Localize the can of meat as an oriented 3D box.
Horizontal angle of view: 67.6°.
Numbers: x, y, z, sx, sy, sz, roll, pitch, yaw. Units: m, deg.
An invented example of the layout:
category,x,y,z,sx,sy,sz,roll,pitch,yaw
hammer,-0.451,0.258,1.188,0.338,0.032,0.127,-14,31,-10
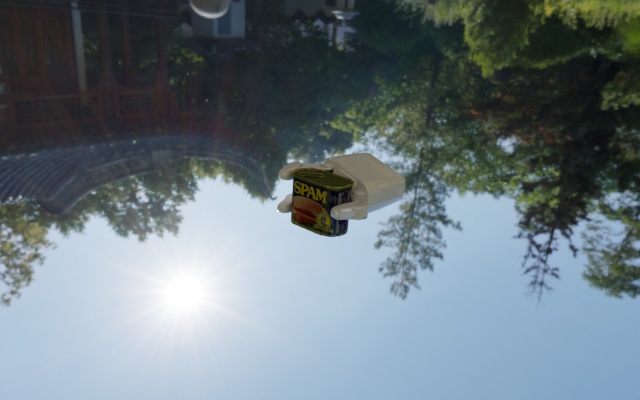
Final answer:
category,x,y,z,sx,sy,sz,roll,pitch,yaw
can of meat,0.000,0.003,0.745,0.102,0.084,0.057,21,25,38
